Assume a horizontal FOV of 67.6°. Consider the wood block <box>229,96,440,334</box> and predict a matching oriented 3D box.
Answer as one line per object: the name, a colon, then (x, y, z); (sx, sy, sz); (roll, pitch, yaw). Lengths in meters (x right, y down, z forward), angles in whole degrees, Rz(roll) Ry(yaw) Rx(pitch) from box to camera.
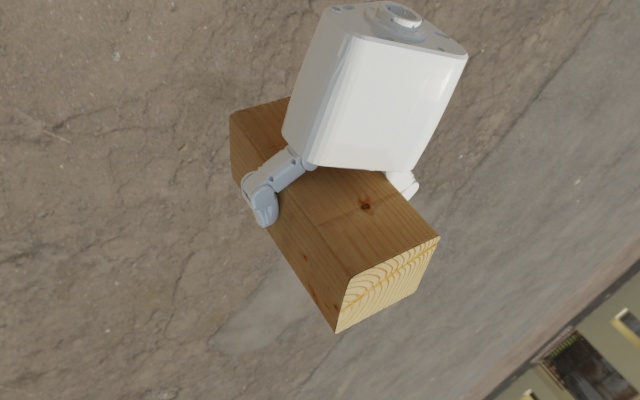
wood block: (0.000, 0.001, 0.443); (0.091, 0.206, 0.090); (-21, -36, -25)
